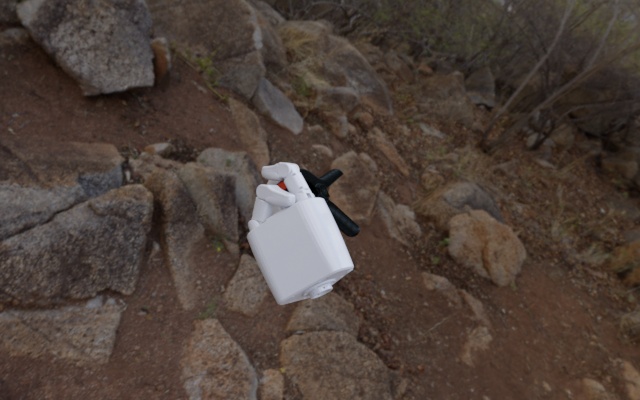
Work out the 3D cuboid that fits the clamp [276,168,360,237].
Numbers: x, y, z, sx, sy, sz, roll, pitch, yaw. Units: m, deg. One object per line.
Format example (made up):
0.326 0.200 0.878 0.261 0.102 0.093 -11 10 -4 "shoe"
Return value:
0.000 0.002 0.731 0.039 0.120 0.171 -37 -21 32 "clamp"
